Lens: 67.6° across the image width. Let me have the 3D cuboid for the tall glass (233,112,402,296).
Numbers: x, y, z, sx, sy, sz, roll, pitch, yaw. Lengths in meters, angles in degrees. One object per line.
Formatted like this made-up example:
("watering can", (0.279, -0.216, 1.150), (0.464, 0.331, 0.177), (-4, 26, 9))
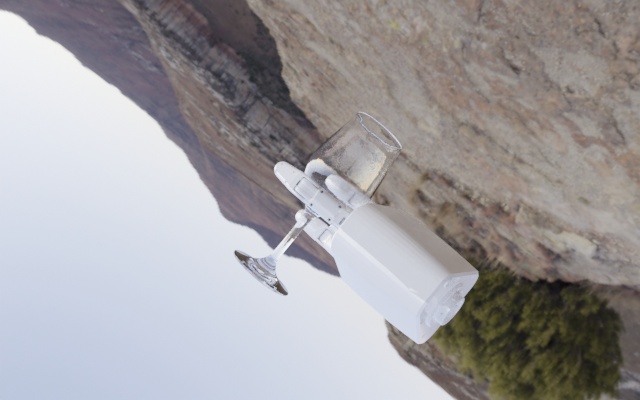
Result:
("tall glass", (0.000, 0.002, 0.510), (0.079, 0.201, 0.079), (40, 0, 0))
